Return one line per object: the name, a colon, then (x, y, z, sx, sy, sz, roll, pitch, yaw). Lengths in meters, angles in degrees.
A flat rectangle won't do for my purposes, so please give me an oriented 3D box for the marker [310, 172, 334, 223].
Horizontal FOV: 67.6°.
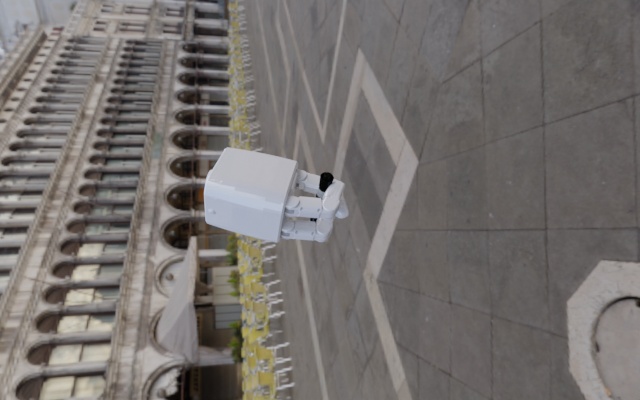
marker: (0.000, 0.002, 0.683, 0.020, 0.020, 0.121, 0, -38, -11)
